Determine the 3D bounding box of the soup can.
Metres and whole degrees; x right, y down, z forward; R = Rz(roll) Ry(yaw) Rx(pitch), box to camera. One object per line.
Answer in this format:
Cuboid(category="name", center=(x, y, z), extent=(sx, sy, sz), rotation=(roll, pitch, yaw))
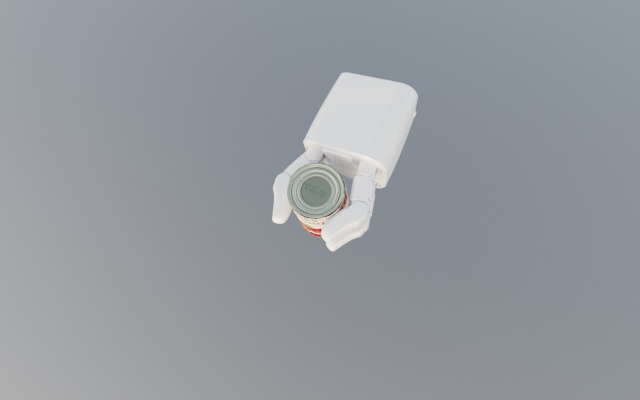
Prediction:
Cuboid(category="soup can", center=(0.000, 0.002, 0.579), extent=(0.068, 0.068, 0.102), rotation=(0, -16, 6))
